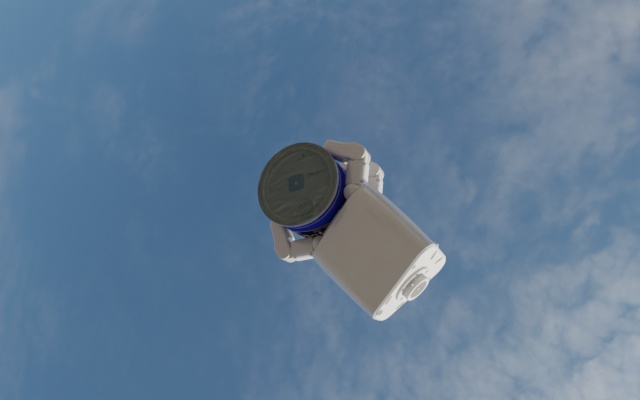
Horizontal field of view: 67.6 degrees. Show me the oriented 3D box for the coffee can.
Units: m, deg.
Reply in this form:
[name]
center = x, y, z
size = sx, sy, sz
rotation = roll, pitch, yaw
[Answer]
[coffee can]
center = 0.000, 0.002, 0.606
size = 0.103, 0.102, 0.140
rotation = 0, -19, 26
